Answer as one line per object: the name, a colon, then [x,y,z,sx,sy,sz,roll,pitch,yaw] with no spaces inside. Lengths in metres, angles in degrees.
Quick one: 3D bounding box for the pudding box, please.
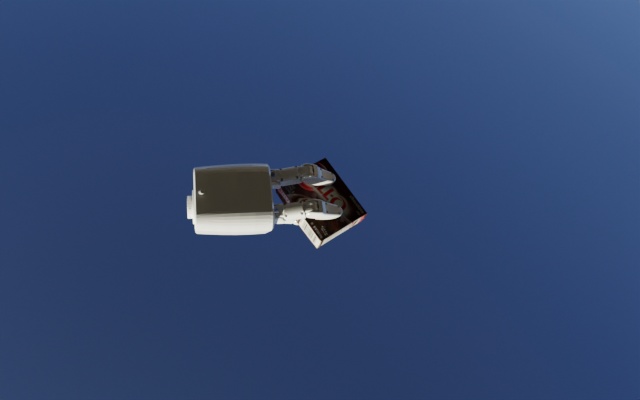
pudding box: [0.000,0.002,0.716,0.090,0.113,0.039,-30,-13,-25]
